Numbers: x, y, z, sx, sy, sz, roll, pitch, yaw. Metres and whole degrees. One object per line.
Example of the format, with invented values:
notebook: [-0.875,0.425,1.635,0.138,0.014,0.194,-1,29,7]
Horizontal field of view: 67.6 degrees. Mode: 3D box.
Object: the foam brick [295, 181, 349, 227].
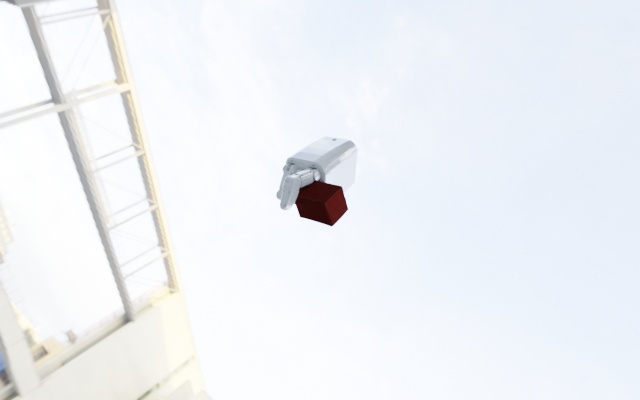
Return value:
foam brick: [0.000,0.003,0.823,0.078,0.053,0.051,15,45,40]
